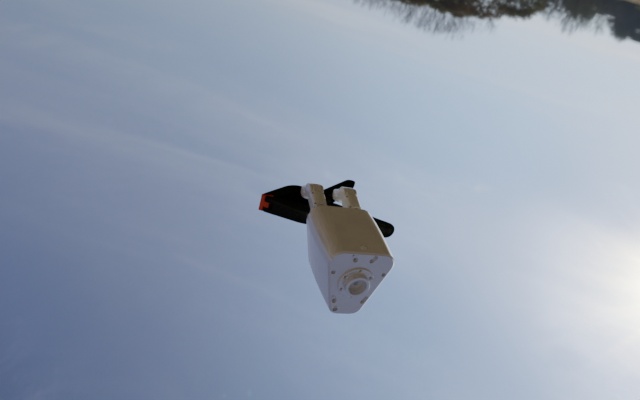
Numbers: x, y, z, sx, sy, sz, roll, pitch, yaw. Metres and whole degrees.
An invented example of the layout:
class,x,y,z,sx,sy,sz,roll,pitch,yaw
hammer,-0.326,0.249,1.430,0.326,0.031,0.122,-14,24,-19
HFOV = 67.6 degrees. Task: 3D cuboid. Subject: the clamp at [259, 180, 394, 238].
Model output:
class,x,y,z,sx,sy,sz,roll,pitch,yaw
clamp,-0.001,0.003,0.786,0.210,0.036,0.164,6,27,-20
